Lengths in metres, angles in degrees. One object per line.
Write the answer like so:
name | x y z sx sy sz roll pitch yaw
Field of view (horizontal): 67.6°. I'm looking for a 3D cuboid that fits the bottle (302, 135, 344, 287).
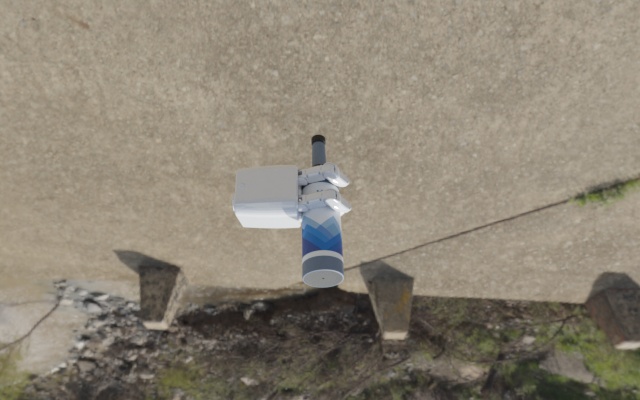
bottle | 0.000 0.003 0.837 0.069 0.295 0.069 -1 -34 -1
